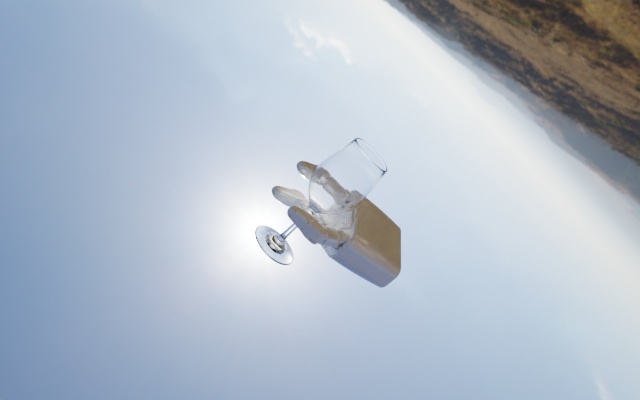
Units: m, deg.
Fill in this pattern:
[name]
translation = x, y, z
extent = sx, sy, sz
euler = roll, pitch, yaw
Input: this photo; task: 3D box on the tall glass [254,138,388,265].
[tall glass]
translation = 0.000, 0.003, 0.668
extent = 0.201, 0.079, 0.079
euler = -43, -18, 21
